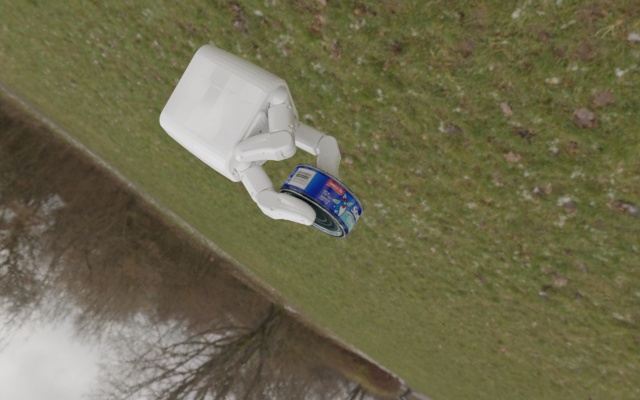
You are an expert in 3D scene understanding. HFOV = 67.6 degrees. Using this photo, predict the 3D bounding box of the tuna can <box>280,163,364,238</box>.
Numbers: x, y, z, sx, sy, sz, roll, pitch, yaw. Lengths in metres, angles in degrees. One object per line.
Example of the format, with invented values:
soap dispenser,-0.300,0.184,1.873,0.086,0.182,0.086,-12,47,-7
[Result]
tuna can,0.000,0.002,0.497,0.086,0.033,0.086,32,-17,11
